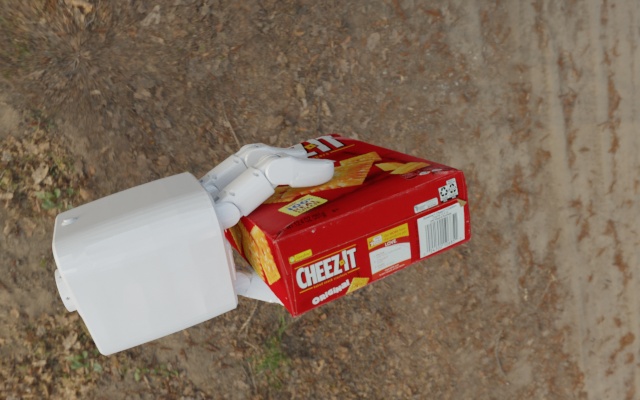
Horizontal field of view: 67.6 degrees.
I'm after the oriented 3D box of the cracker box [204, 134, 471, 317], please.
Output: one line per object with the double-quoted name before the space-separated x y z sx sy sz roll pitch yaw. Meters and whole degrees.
"cracker box" 0.000 0.002 0.436 0.164 0.072 0.213 -20 23 -21
